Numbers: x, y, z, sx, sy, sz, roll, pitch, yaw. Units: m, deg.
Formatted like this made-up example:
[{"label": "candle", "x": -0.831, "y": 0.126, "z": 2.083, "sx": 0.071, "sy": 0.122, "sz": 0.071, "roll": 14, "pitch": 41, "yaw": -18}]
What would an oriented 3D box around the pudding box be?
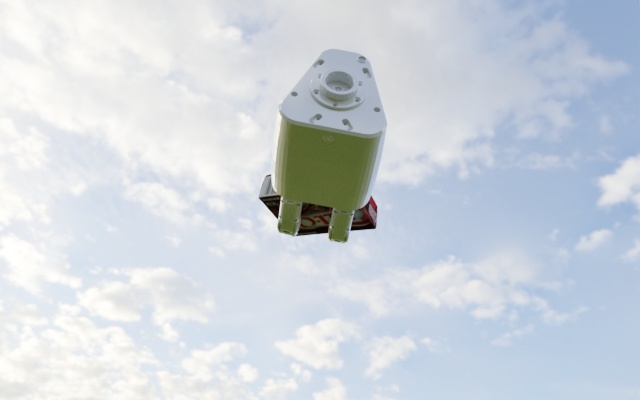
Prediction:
[{"label": "pudding box", "x": 0.000, "y": 0.002, "z": 0.548, "sx": 0.113, "sy": 0.039, "sz": 0.090, "roll": -5, "pitch": -36, "yaw": 24}]
